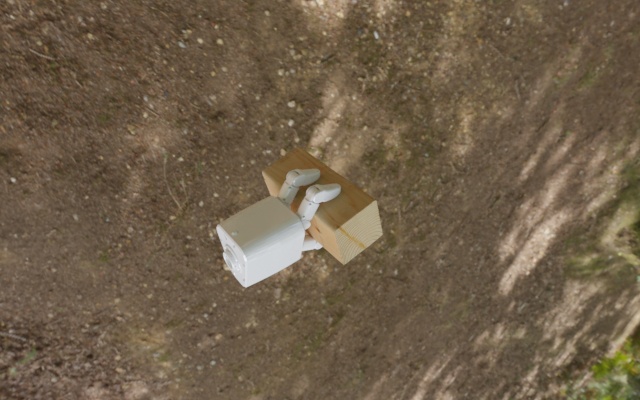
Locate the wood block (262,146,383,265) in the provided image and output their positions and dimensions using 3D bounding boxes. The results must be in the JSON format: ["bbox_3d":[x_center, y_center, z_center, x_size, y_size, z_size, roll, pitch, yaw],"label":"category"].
[{"bbox_3d":[0.000,0.003,0.822,0.090,0.091,0.206,-36,48,-18],"label":"wood block"}]
